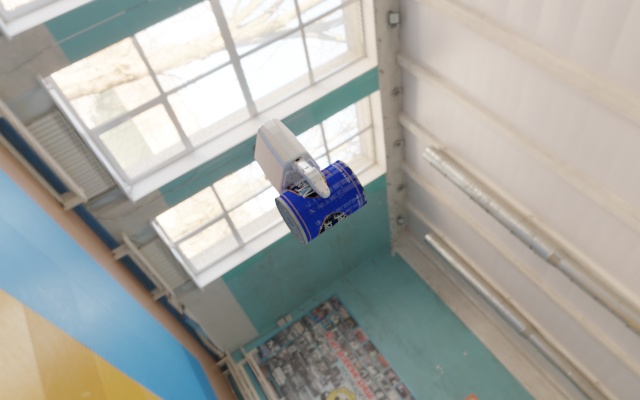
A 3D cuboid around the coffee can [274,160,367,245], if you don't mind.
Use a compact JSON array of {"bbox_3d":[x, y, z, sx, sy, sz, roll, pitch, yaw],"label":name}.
[{"bbox_3d":[0.000,0.003,0.887,0.140,0.103,0.103,-32,8,-13],"label":"coffee can"}]
